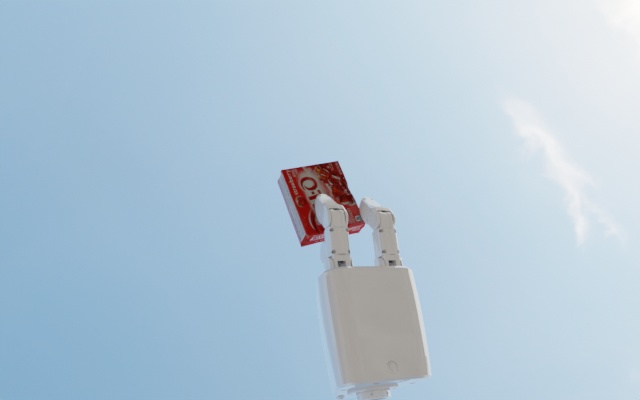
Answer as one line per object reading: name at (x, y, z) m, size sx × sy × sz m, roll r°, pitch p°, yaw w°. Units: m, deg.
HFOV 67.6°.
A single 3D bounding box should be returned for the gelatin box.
gelatin box at (0.000, 0.002, 0.544) m, size 0.073 × 0.089 × 0.030 m, roll -11°, pitch -26°, yaw -23°
